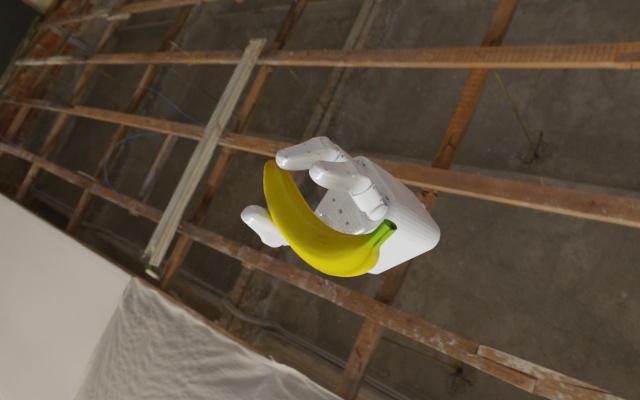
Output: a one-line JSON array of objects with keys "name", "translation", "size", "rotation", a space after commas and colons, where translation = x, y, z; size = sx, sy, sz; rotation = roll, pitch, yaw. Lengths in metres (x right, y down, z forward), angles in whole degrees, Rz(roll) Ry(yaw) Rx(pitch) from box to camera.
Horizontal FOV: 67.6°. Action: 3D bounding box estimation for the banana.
[{"name": "banana", "translation": [-0.006, 0.019, 0.435], "size": [0.037, 0.069, 0.197], "rotation": [20, 6, -40]}]
